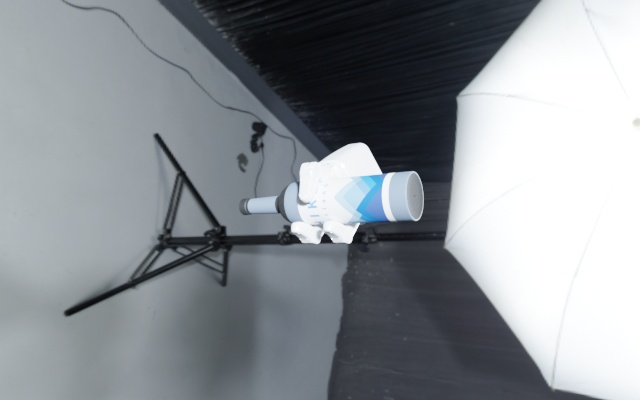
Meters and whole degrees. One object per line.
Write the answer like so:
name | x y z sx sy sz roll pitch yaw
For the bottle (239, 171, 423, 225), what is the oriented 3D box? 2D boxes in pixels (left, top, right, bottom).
bottle | 0.000 0.002 0.709 0.296 0.069 0.069 -4 -2 31
